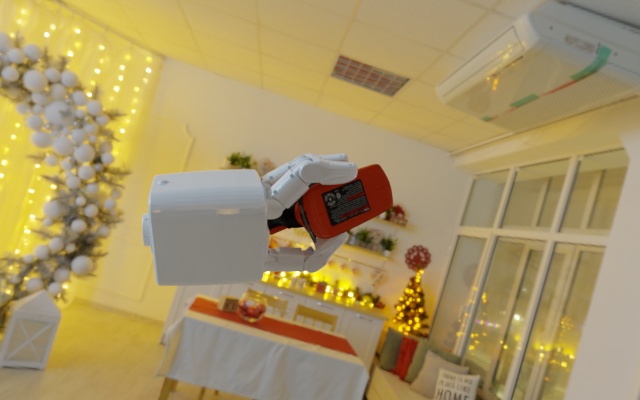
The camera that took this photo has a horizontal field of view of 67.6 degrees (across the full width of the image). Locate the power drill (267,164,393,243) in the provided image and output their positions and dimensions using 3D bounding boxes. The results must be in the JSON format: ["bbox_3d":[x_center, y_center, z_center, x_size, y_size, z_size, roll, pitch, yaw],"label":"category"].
[{"bbox_3d":[0.000,0.002,0.571,0.184,0.057,0.187,-24,6,-29],"label":"power drill"}]
